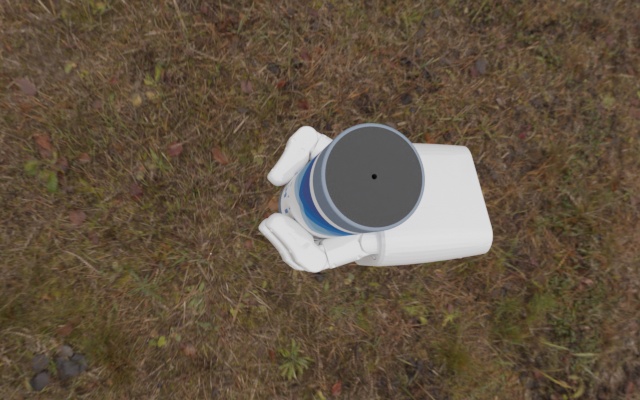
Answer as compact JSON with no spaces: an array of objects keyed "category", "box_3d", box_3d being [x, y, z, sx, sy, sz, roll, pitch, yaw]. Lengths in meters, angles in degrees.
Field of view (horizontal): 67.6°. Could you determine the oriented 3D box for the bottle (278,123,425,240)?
[{"category":"bottle","box_3d":[0.000,0.001,0.430,0.069,0.069,0.296,0,-6,-13]}]
